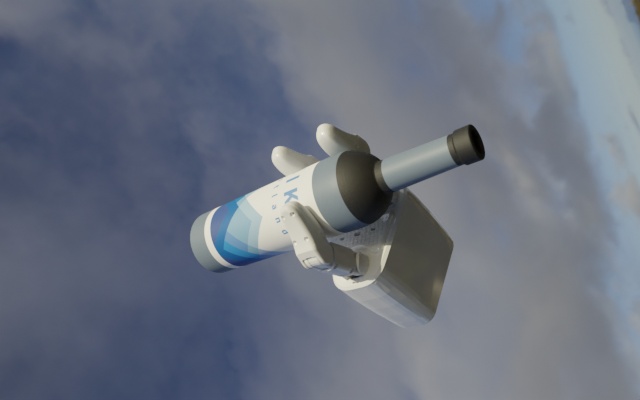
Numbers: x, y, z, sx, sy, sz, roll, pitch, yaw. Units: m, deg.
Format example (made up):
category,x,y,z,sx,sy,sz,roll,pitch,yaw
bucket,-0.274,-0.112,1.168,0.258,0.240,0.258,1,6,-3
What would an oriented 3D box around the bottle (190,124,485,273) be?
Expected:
category,x,y,z,sx,sy,sz,roll,pitch,yaw
bottle,0.000,0.001,0.426,0.296,0.069,0.069,-21,-13,35
